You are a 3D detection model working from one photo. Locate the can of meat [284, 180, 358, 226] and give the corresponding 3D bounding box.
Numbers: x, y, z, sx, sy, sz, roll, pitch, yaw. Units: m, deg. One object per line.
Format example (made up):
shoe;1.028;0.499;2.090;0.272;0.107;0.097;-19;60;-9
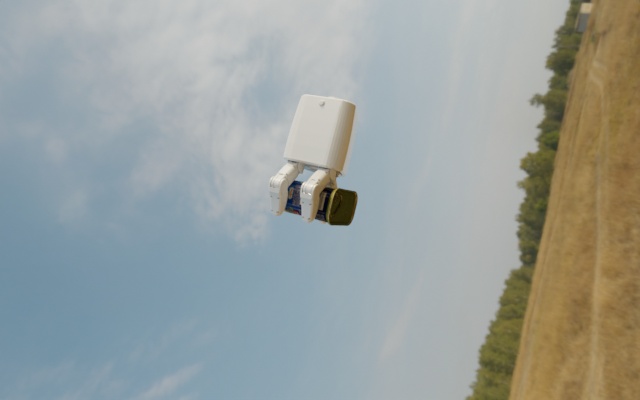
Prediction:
can of meat;0.000;0.002;0.755;0.084;0.057;0.102;14;3;25
